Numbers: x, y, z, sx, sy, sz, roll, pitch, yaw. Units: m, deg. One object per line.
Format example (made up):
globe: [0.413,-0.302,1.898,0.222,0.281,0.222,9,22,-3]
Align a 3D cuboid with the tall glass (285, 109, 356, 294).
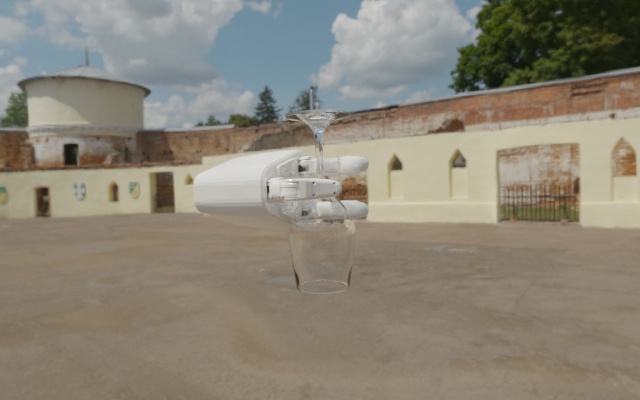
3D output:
tall glass: [0.000,0.001,0.549,0.079,0.201,0.079,-2,2,0]
